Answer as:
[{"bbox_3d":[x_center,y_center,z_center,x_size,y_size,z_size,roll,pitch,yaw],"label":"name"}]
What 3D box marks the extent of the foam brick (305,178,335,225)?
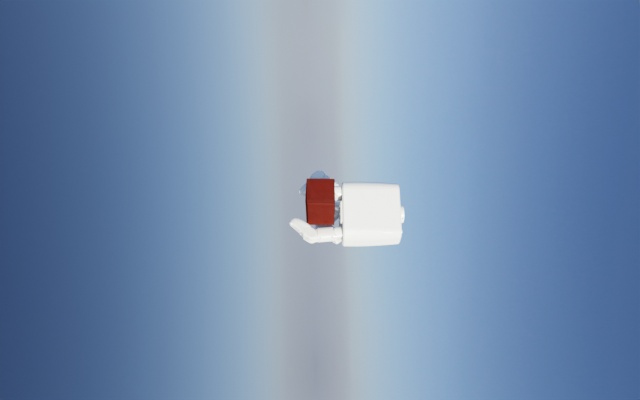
[{"bbox_3d":[0.000,0.003,0.852,0.051,0.053,0.078,1,-32,1],"label":"foam brick"}]
